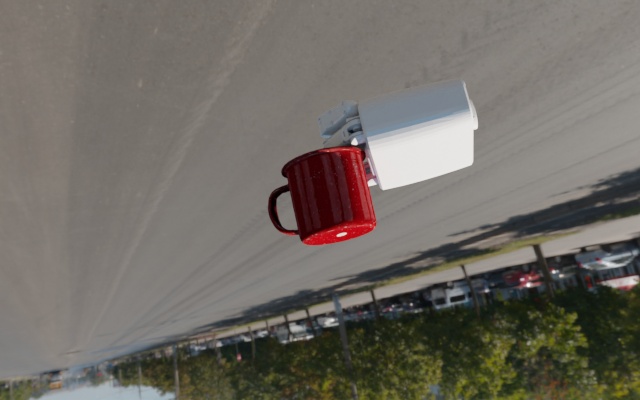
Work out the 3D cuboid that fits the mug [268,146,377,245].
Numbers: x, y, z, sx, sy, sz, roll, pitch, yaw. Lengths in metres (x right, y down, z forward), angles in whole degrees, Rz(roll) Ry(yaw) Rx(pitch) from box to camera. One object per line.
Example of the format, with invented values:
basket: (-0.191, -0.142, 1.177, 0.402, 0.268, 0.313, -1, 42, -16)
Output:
mug: (-0.001, 0.002, 0.503, 0.117, 0.081, 0.093, -15, -15, 11)
